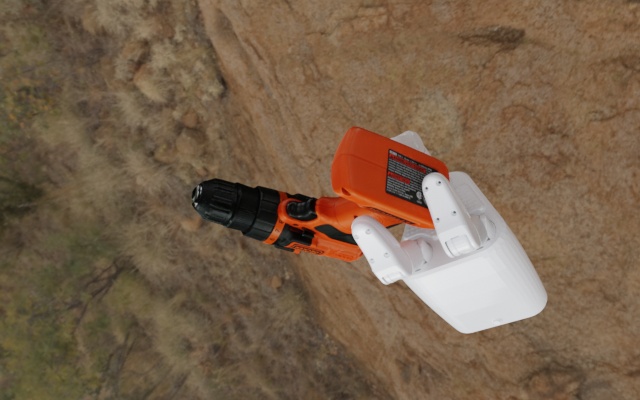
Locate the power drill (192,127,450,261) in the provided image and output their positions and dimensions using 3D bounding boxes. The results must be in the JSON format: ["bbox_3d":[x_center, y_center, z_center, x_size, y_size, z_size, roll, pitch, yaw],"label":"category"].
[{"bbox_3d":[0.001,0.001,0.410,0.184,0.057,0.188,16,-21,-27],"label":"power drill"}]
